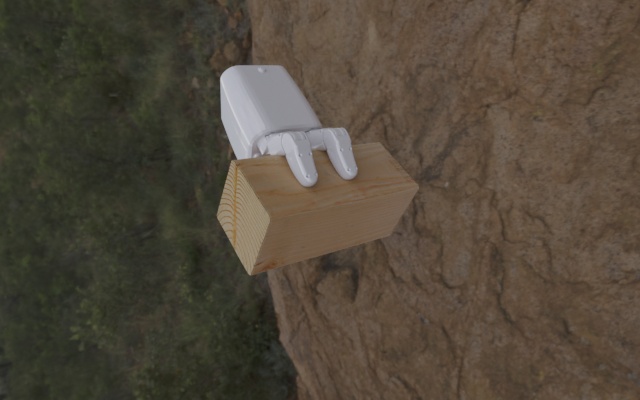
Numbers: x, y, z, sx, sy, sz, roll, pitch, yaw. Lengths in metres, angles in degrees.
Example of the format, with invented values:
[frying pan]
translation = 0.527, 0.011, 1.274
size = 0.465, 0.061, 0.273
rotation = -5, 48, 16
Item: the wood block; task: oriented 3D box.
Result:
[wood block]
translation = 0.000, 0.002, 0.551
size = 0.206, 0.091, 0.090
rotation = -11, 52, -35
